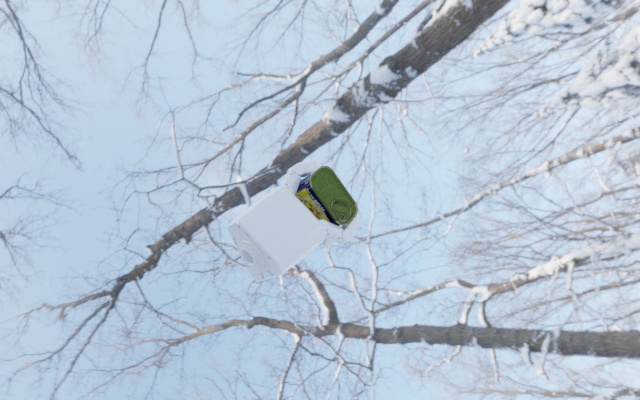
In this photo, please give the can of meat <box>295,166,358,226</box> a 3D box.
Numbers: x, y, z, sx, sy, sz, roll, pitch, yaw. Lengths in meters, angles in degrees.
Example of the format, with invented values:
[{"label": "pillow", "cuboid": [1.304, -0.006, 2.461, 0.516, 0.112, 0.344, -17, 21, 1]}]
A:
[{"label": "can of meat", "cuboid": [0.000, 0.003, 0.810, 0.057, 0.102, 0.084, -42, 10, -38]}]
